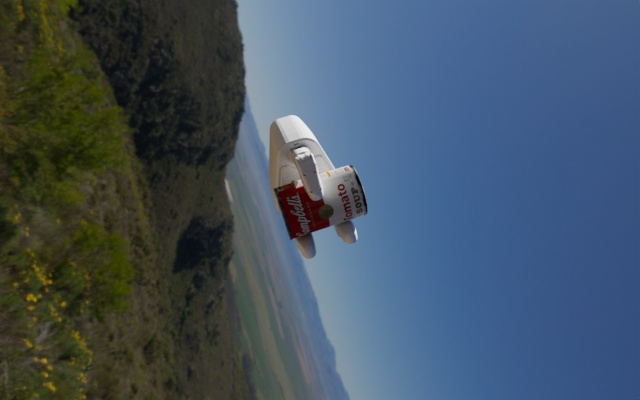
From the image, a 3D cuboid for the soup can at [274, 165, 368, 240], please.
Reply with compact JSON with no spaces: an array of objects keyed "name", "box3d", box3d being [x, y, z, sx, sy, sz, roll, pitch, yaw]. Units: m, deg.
[{"name":"soup can","box3d":[0.000,0.002,0.596,0.102,0.068,0.068,-18,2,-5]}]
